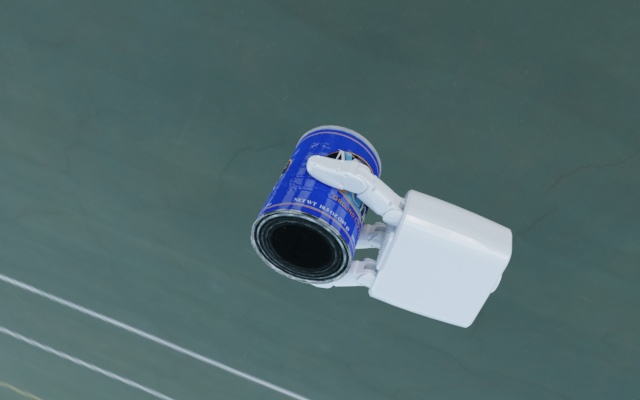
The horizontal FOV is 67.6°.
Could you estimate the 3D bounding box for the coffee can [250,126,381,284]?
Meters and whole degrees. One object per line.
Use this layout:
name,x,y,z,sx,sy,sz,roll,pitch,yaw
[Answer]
coffee can,0.000,0.001,0.506,0.103,0.103,0.140,0,41,23
